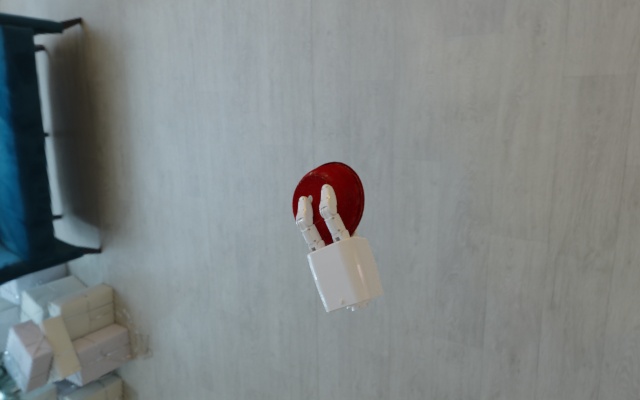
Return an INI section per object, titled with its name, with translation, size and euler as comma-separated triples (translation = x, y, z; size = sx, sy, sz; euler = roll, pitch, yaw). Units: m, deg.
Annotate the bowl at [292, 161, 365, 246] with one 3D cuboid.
[bowl]
translation = -0.001, 0.002, 0.872
size = 0.162, 0.162, 0.055
euler = 0, -8, 41
